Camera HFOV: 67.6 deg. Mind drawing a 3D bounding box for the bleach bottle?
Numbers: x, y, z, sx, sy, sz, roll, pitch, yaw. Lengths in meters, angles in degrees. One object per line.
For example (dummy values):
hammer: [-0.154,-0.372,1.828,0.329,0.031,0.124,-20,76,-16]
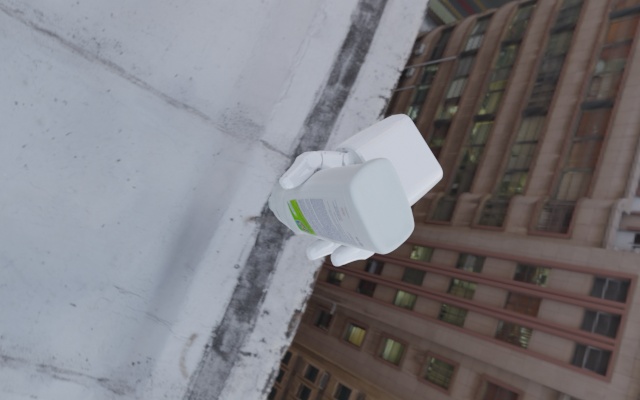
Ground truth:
bleach bottle: [0.000,0.002,0.599,0.068,0.102,0.251,-35,21,-27]
